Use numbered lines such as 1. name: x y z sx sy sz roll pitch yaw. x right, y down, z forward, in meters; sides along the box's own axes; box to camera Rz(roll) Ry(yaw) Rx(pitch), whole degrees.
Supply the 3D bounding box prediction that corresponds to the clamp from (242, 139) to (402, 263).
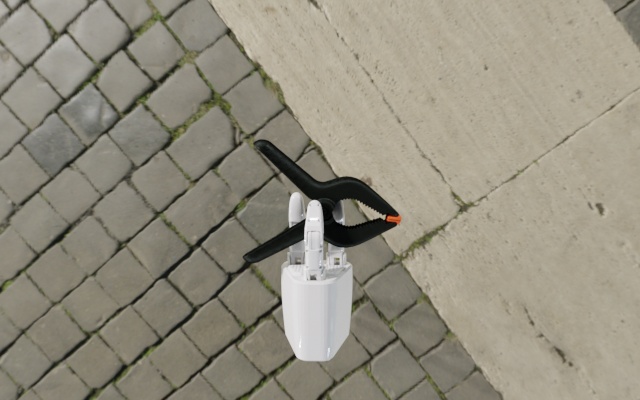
1. clamp: 0.001 0.002 0.626 0.210 0.164 0.036 0 9 1
